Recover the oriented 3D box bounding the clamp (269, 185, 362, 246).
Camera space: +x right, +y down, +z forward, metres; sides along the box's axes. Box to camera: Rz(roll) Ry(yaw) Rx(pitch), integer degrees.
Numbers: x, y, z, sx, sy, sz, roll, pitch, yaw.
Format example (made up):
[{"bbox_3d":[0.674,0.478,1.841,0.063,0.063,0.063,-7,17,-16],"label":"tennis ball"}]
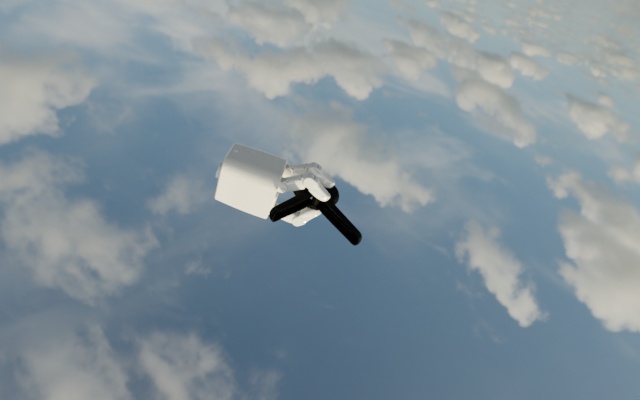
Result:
[{"bbox_3d":[0.000,0.003,0.882,0.164,0.036,0.210,21,29,-6],"label":"clamp"}]
